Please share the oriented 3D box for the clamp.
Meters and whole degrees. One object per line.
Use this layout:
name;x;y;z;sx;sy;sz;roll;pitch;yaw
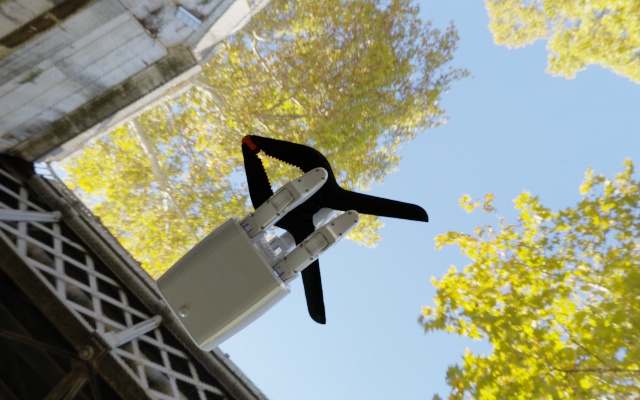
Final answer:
clamp;0.000;0.001;0.513;0.164;0.210;0.036;-37;-6;-3
